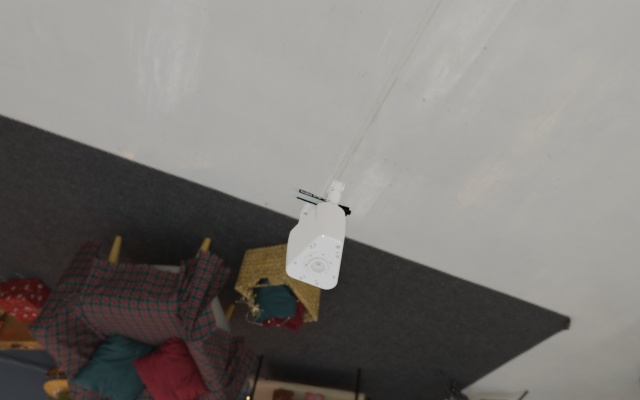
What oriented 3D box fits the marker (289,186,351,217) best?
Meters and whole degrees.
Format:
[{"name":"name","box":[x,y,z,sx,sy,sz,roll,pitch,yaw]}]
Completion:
[{"name":"marker","box":[0.000,0.003,0.885,0.121,0.020,0.020,21,-3,-8]}]
